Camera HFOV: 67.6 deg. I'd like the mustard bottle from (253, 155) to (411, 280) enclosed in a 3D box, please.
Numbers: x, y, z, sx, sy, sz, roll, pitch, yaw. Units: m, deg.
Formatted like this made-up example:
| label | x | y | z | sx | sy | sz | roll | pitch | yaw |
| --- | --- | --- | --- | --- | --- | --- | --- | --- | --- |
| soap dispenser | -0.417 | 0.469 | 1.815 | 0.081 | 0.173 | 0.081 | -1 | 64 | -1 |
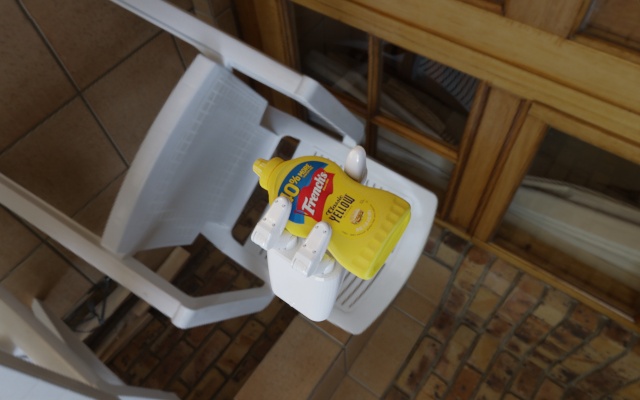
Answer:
| label | x | y | z | sx | sy | sz | roll | pitch | yaw |
| --- | --- | --- | --- | --- | --- | --- | --- | --- | --- |
| mustard bottle | 0.000 | 0.002 | 0.547 | 0.191 | 0.096 | 0.058 | 31 | -13 | 21 |
